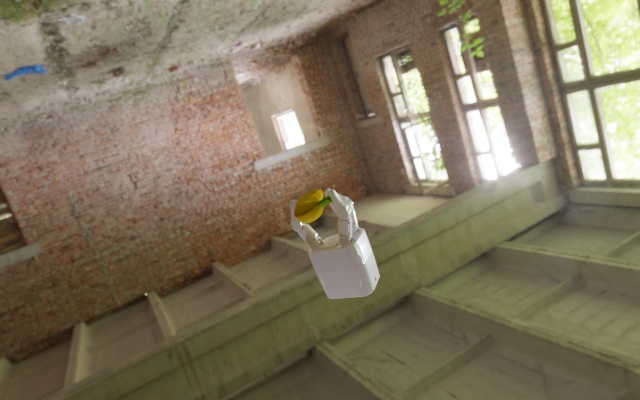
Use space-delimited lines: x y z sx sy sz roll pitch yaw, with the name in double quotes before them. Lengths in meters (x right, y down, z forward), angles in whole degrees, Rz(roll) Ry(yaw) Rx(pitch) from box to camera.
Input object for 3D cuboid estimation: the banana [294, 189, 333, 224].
"banana" -0.017 0.011 0.868 0.069 0.037 0.198 -25 8 -3
